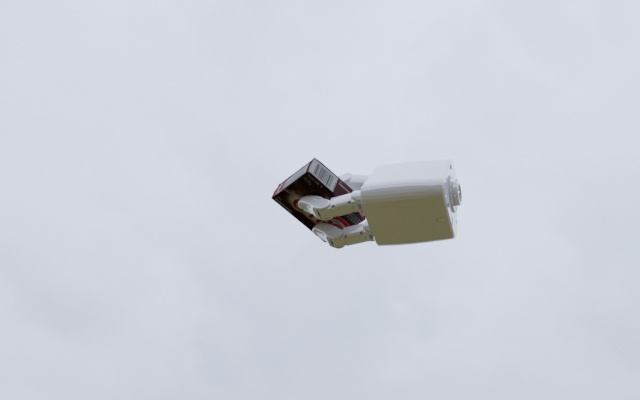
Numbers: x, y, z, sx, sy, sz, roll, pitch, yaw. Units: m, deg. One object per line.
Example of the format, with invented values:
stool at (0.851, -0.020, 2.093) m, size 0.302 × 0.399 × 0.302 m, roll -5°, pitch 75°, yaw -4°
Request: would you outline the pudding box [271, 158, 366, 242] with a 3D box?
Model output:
pudding box at (0.000, 0.002, 0.693) m, size 0.090 × 0.113 × 0.039 m, roll -34°, pitch 21°, yaw 41°
